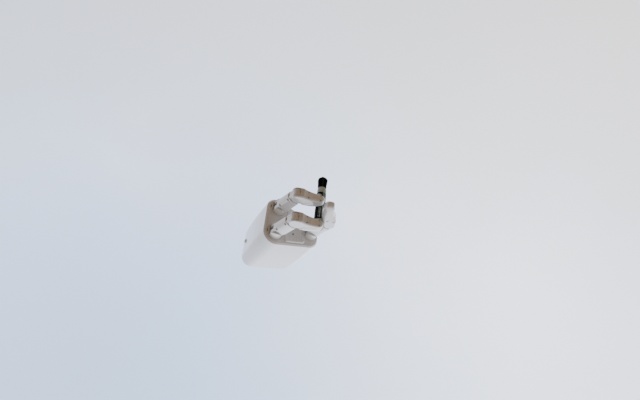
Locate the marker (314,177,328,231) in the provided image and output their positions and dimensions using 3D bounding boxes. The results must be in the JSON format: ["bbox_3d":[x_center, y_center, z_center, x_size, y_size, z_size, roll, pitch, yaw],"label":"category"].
[{"bbox_3d":[0.000,0.003,0.879,0.020,0.121,0.020,3,-40,3],"label":"marker"}]
